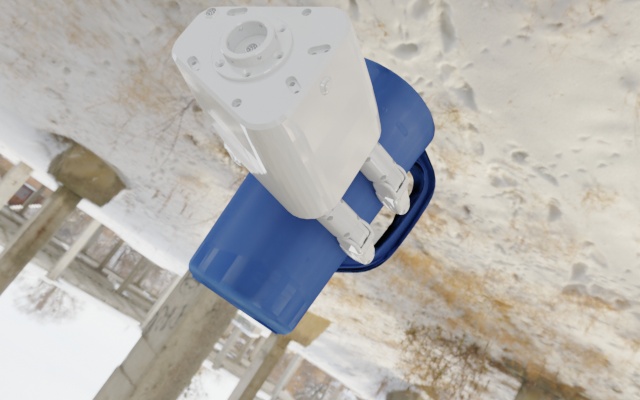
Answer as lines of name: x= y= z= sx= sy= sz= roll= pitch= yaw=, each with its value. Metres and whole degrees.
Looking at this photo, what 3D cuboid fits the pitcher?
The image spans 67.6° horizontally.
pitcher: x=0.000 y=0.001 z=0.447 sx=0.149 sy=0.242 sz=0.145 roll=27 pitch=-18 yaw=24
